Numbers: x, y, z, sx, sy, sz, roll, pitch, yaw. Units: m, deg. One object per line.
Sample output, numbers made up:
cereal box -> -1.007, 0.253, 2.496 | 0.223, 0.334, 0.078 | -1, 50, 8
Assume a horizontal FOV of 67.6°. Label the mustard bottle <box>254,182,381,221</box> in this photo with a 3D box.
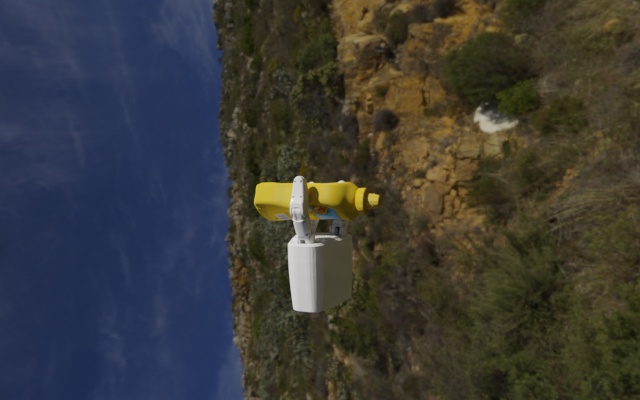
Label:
mustard bottle -> 0.000, 0.002, 0.749 | 0.191, 0.058, 0.096 | 0, -18, 22
